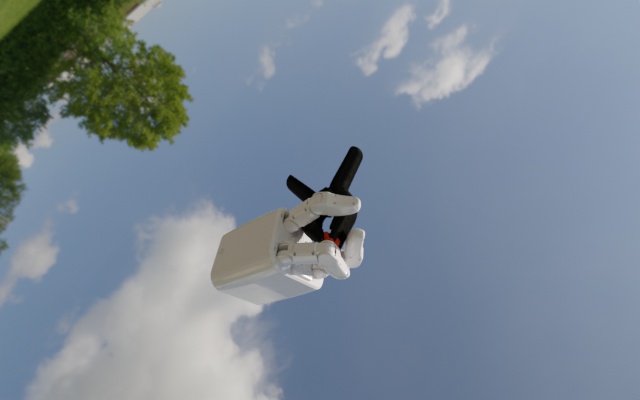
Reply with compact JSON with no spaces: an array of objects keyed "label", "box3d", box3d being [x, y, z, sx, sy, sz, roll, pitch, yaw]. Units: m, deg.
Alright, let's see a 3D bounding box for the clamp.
[{"label":"clamp","box3d":[0.001,0.003,0.645,0.120,0.171,0.039,-22,-52,27]}]
